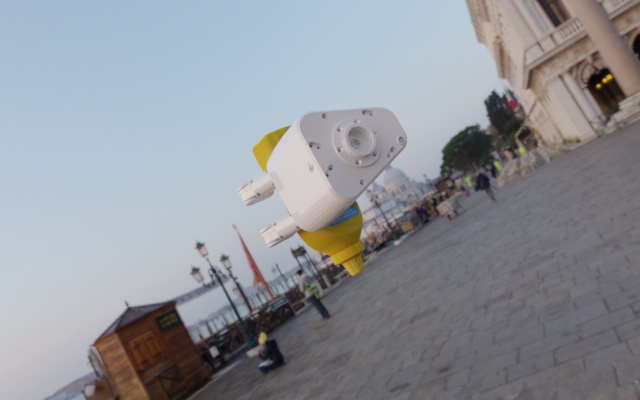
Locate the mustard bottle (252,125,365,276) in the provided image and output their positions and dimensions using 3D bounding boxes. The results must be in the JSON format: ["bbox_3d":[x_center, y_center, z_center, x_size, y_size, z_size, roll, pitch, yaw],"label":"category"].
[{"bbox_3d":[0.000,0.002,0.576,0.058,0.191,0.096,-34,-8,40],"label":"mustard bottle"}]
